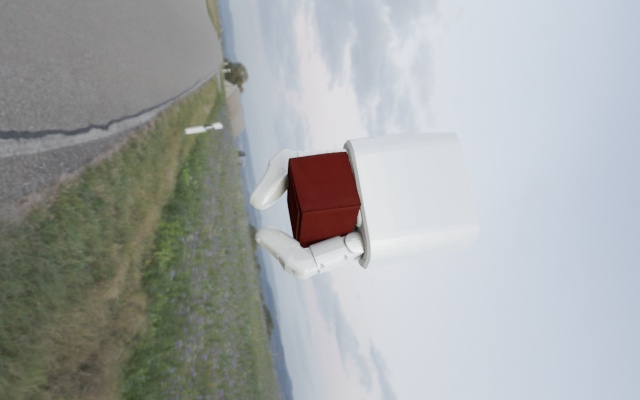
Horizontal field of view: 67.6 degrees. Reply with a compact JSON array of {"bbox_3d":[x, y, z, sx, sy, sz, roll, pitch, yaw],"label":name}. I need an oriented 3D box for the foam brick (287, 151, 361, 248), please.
[{"bbox_3d":[0.000,0.001,0.413,0.051,0.053,0.078,-8,-26,-9],"label":"foam brick"}]
